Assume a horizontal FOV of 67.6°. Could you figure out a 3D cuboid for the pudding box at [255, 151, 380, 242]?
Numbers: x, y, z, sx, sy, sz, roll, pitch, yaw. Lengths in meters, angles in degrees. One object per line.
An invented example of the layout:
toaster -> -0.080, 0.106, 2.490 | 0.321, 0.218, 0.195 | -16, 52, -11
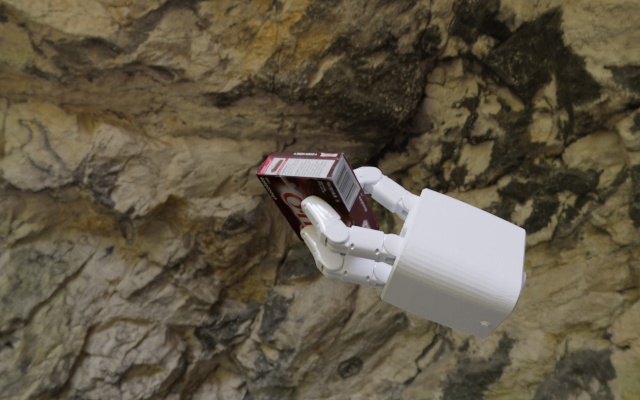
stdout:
pudding box -> 0.000, 0.001, 0.484 | 0.090, 0.039, 0.114 | 5, -41, 34
